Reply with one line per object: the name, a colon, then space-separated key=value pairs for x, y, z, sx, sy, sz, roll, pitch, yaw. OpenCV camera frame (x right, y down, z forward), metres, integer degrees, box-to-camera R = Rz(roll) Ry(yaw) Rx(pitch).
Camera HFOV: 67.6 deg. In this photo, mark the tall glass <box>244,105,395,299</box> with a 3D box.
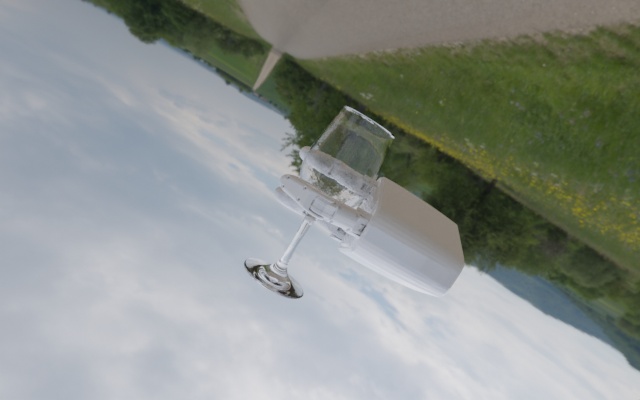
tall glass: x=0.000 y=0.002 z=0.507 sx=0.079 sy=0.201 sz=0.079 roll=30 pitch=9 yaw=-5
